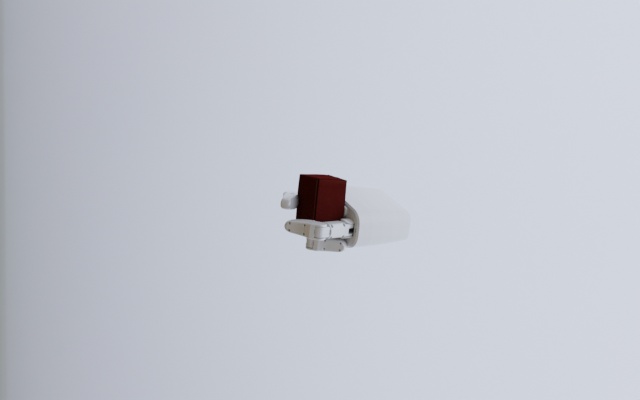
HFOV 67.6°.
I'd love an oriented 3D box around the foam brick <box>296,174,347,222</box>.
[{"bbox_3d":[0.000,0.002,0.693,0.051,0.078,0.053,-1,13,-32],"label":"foam brick"}]
